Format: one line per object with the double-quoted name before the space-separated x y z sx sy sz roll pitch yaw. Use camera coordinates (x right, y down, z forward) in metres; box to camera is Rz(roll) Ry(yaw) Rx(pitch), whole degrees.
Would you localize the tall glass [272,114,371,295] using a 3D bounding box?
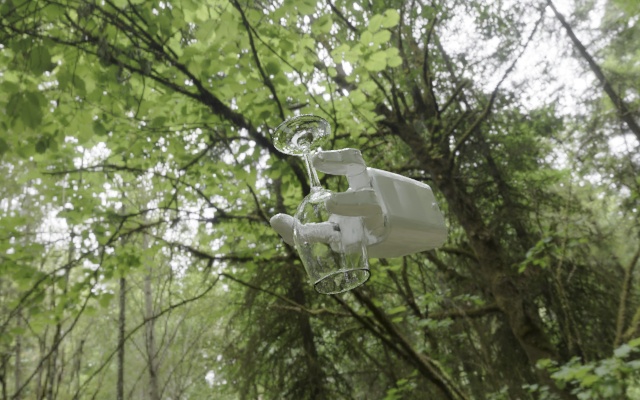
"tall glass" 0.000 0.001 0.542 0.079 0.201 0.079 -11 -31 -7
